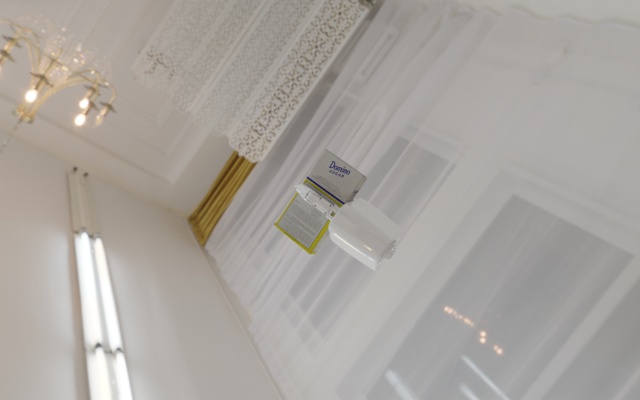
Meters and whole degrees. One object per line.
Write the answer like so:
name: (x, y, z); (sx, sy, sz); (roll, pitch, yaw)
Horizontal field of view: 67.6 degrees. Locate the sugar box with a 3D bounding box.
sugar box: (0.000, 0.003, 0.894); (0.093, 0.176, 0.048); (37, 4, 16)
